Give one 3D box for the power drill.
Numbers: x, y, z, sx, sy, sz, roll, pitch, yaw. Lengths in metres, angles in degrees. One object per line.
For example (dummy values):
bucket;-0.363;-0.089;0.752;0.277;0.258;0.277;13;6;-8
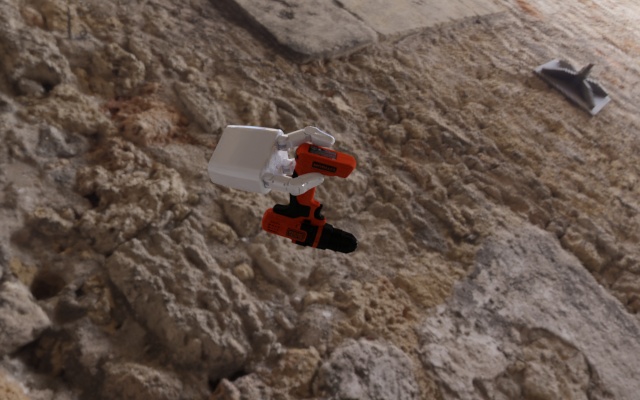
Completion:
power drill;0.000;0.002;0.858;0.184;0.188;0.057;16;26;-6
